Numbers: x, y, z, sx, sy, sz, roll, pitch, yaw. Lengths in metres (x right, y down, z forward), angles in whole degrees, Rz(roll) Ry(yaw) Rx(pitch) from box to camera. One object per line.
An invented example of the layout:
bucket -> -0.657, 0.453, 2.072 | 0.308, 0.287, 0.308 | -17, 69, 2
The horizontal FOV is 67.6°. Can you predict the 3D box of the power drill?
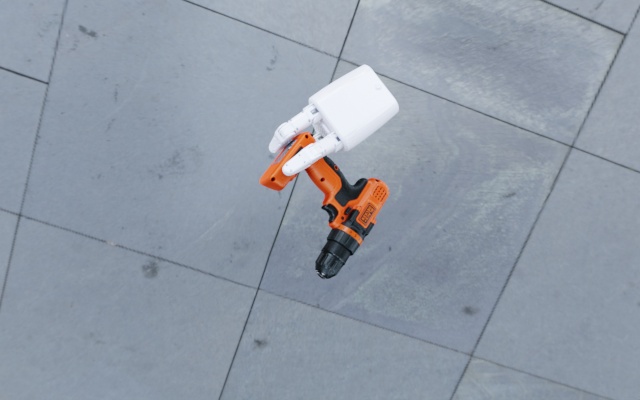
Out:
power drill -> 0.000, 0.002, 0.736 | 0.188, 0.184, 0.057 | 41, -21, -19
